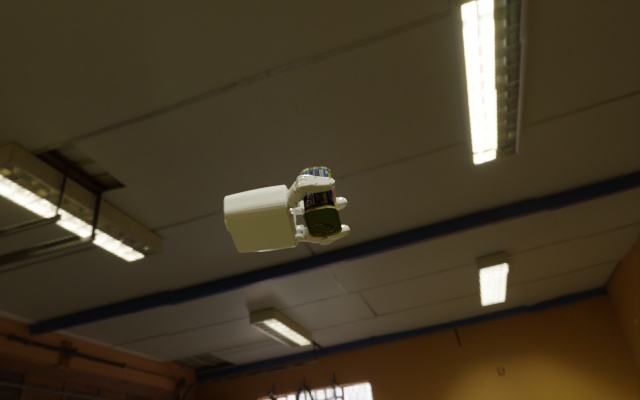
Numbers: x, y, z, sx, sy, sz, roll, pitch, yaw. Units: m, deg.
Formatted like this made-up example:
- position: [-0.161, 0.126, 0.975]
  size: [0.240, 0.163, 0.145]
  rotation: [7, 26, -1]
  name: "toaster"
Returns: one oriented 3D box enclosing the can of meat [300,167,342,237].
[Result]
- position: [0.000, 0.002, 0.812]
  size: [0.057, 0.084, 0.102]
  rotation: [-10, -30, 4]
  name: "can of meat"
